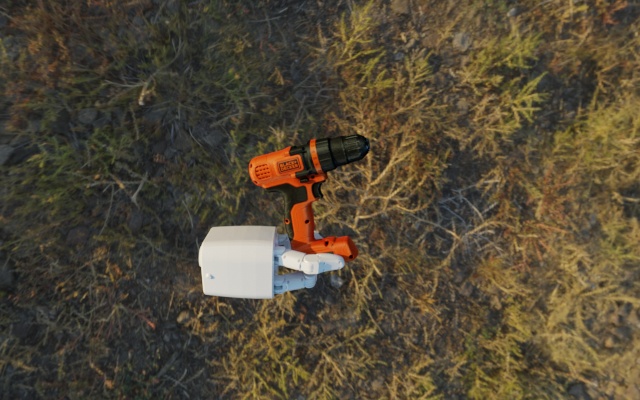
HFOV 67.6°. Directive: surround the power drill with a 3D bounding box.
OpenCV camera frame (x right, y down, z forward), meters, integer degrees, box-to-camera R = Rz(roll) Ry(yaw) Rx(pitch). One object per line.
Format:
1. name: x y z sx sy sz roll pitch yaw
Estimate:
1. power drill: 0.000 0.003 0.721 0.184 0.188 0.057 -13 8 13
